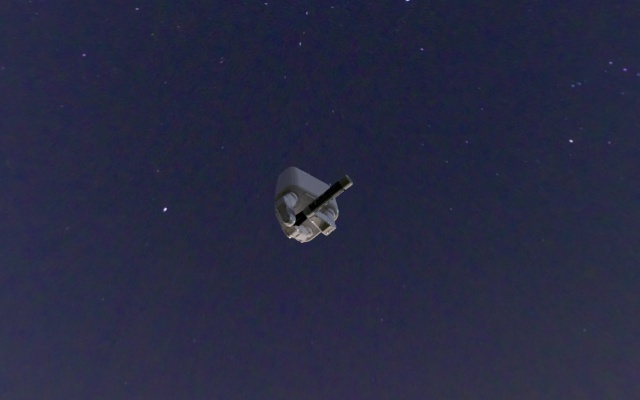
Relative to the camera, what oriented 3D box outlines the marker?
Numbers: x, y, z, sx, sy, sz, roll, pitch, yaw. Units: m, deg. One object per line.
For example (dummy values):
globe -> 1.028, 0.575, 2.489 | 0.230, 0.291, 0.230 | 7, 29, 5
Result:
marker -> 0.000, 0.003, 0.774 | 0.121, 0.020, 0.020 | -39, -10, 13
